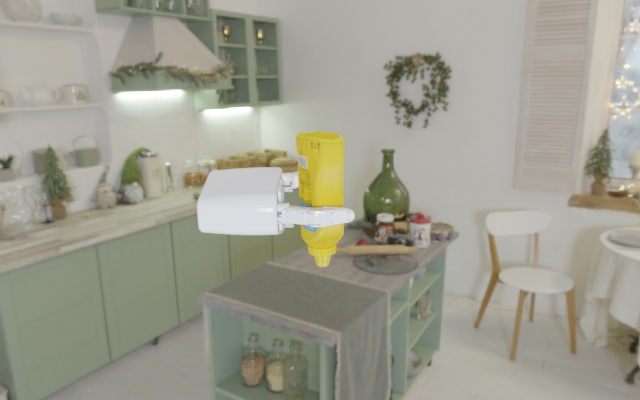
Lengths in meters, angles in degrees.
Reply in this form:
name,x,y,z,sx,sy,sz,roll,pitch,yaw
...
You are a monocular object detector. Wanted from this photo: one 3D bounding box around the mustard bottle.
name,x,y,z,sx,sy,sz,roll,pitch,yaw
mustard bottle,0.000,0.002,0.675,0.058,0.192,0.096,-7,16,-22
